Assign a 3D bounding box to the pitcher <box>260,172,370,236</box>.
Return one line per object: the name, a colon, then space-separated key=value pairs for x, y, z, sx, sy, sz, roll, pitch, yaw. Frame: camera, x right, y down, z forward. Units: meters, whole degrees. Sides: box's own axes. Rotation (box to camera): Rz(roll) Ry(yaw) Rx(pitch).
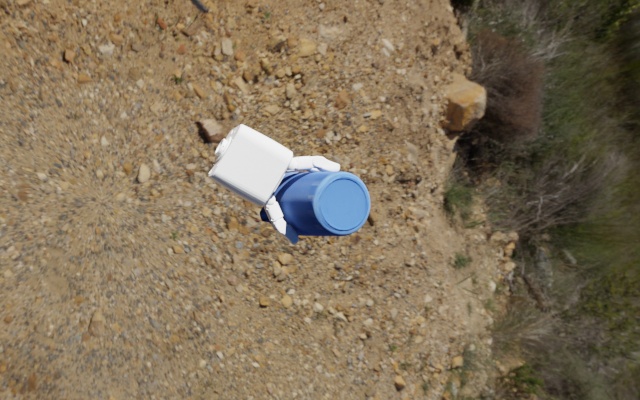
pitcher: x=0.000 y=0.003 z=0.899 sx=0.145 sy=0.149 sz=0.243 roll=31 pitch=-13 yaw=-21
